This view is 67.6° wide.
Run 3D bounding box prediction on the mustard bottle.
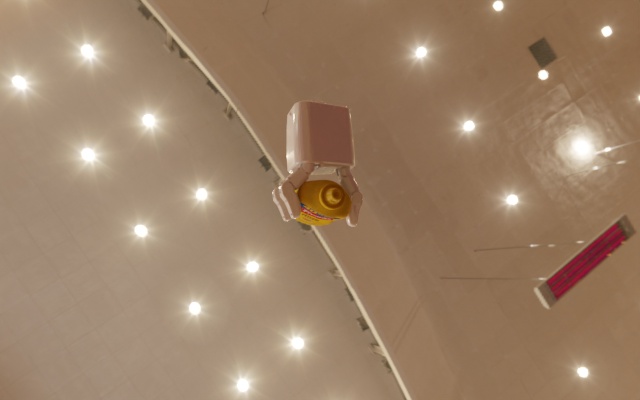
[{"bbox_3d":[0.000,0.003,0.810,0.096,0.058,0.191,24,-14,-11],"label":"mustard bottle"}]
